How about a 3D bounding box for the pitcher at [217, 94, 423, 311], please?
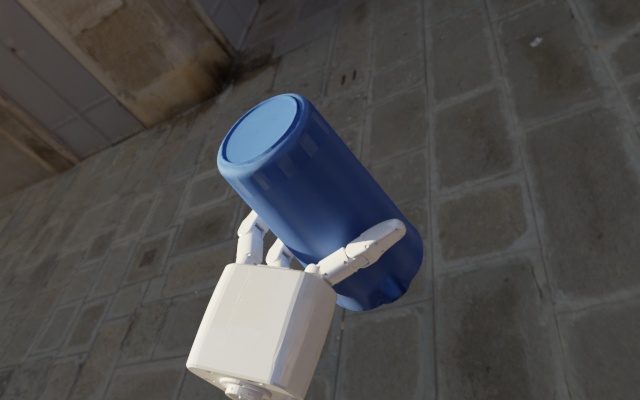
[{"bbox_3d":[0.000,0.002,0.524,0.149,0.145,0.243,-6,-41,36],"label":"pitcher"}]
